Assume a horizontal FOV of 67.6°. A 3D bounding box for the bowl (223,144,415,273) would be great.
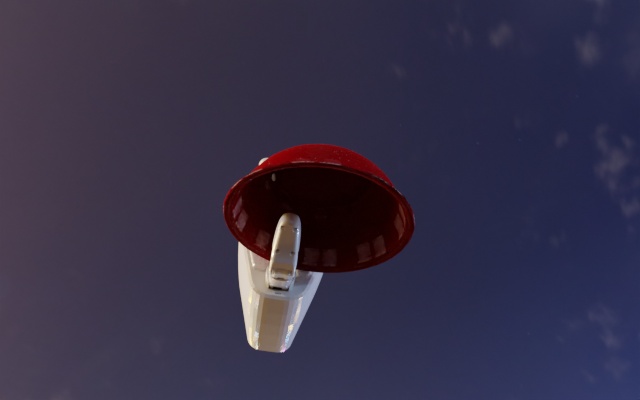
[{"bbox_3d":[0.001,0.000,0.419,0.162,0.055,0.162,4,-37,3],"label":"bowl"}]
